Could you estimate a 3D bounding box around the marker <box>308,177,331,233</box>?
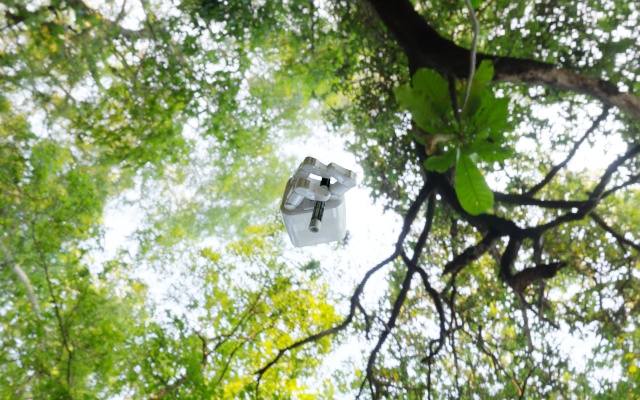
[{"bbox_3d":[0.000,0.003,0.814,0.020,0.121,0.020,8,-40,7],"label":"marker"}]
